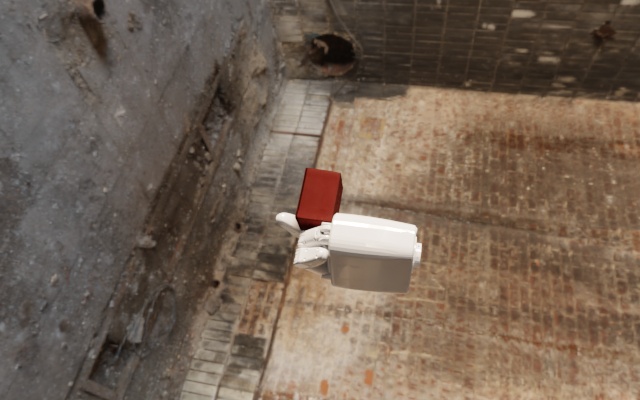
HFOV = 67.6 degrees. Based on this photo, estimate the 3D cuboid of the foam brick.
[{"bbox_3d":[0.000,0.002,0.667,0.051,0.078,0.053,6,-24,11],"label":"foam brick"}]
